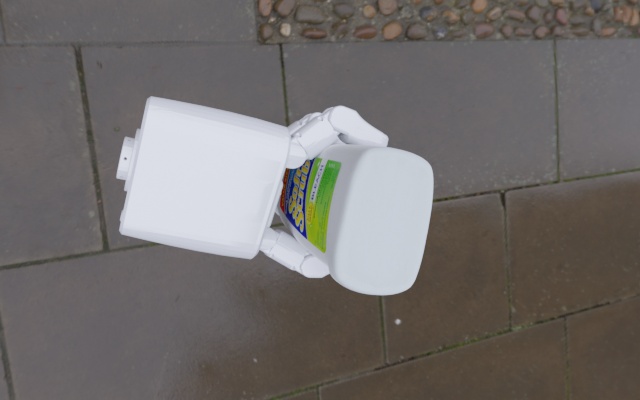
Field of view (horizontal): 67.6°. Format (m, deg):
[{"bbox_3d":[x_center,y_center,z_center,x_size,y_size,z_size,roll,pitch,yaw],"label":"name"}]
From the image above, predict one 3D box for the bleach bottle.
[{"bbox_3d":[0.000,0.001,0.428,0.068,0.102,0.251,11,1,-22],"label":"bleach bottle"}]
